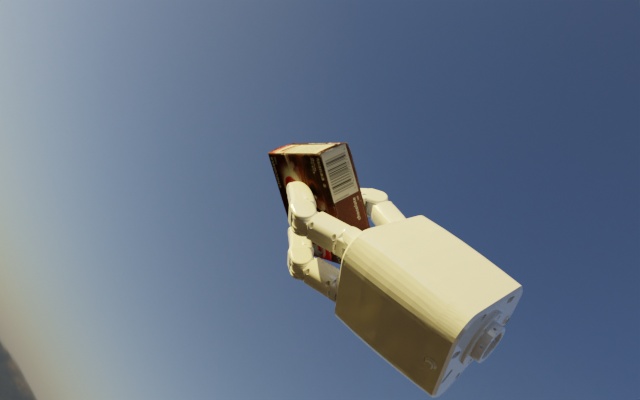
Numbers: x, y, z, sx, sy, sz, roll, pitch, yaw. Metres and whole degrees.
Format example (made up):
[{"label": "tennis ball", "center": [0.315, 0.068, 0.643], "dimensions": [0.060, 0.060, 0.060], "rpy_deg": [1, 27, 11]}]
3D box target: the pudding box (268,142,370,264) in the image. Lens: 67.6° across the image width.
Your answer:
[{"label": "pudding box", "center": [0.000, 0.001, 0.460], "dimensions": [0.039, 0.113, 0.090], "rpy_deg": [-24, 18, -33]}]
